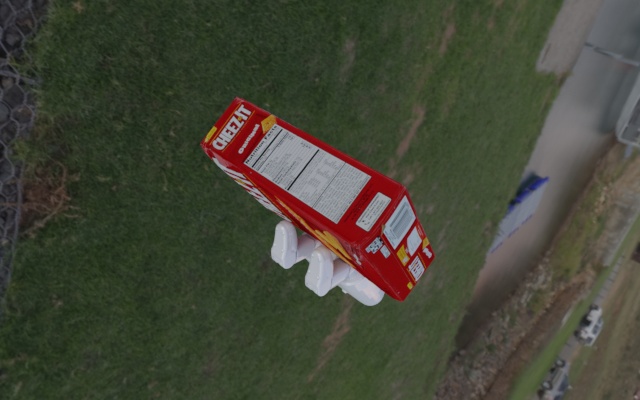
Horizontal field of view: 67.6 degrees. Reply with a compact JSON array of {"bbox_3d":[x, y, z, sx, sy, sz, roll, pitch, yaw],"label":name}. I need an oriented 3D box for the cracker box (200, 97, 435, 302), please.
[{"bbox_3d":[0.000,0.002,0.488,0.213,0.072,0.164,32,-10,32],"label":"cracker box"}]
